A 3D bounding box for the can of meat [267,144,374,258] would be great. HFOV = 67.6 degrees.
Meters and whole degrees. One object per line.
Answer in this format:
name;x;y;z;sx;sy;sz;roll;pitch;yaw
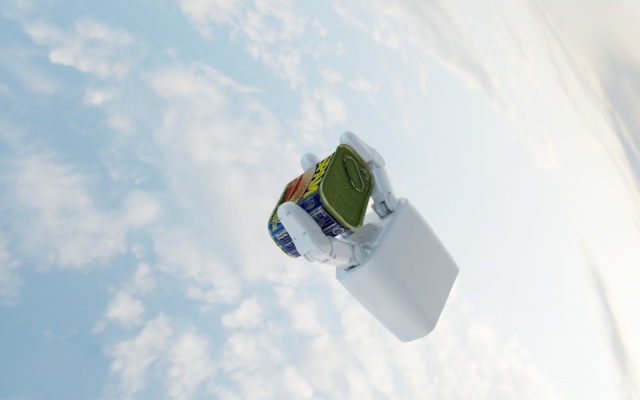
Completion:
can of meat;0.000;0.002;0.486;0.084;0.057;0.102;-32;21;34
